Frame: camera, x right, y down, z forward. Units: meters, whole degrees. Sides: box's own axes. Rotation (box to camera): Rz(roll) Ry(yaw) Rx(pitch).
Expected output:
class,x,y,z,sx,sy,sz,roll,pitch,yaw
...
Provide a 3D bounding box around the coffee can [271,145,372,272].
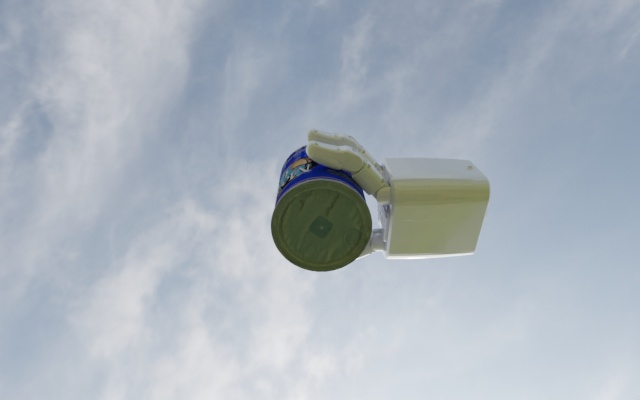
class,x,y,z,sx,sy,sz,roll,pitch,yaw
coffee can,0.000,0.002,0.544,0.103,0.103,0.140,0,22,-1
